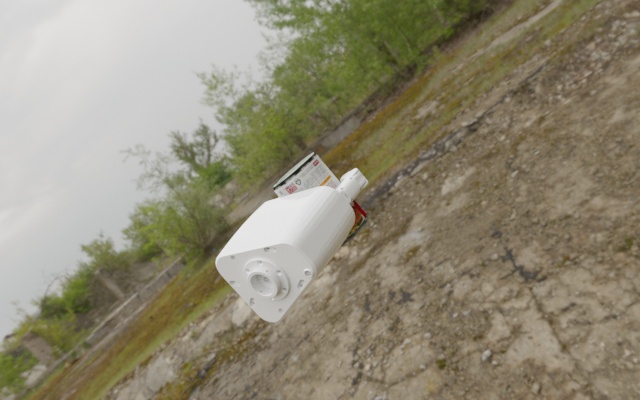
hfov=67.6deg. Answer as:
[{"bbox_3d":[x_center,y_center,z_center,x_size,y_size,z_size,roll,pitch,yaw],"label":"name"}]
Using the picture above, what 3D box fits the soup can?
[{"bbox_3d":[0.000,0.001,0.574,0.068,0.102,0.068,-39,8,7],"label":"soup can"}]
